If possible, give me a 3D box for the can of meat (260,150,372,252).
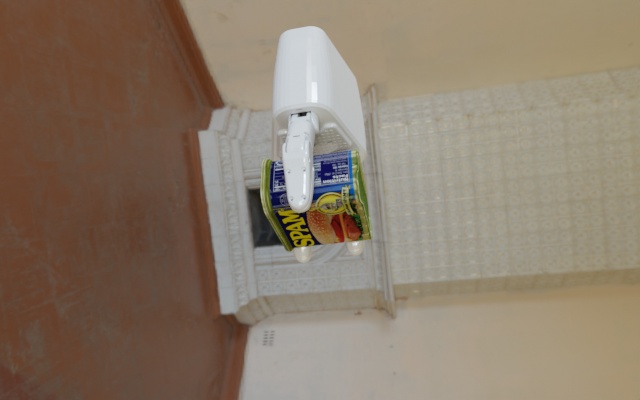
[{"bbox_3d":[0.000,0.001,0.439,0.084,0.057,0.102,-7,-34,9],"label":"can of meat"}]
